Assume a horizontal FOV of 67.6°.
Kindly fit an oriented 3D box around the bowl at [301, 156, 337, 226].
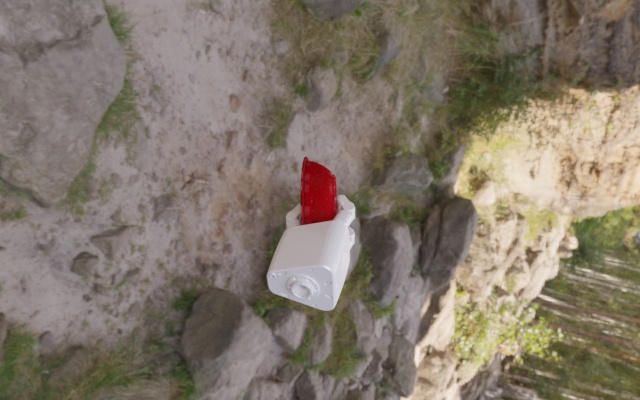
[{"bbox_3d":[0.001,0.002,0.841,0.055,0.162,0.162,-1,0,4],"label":"bowl"}]
